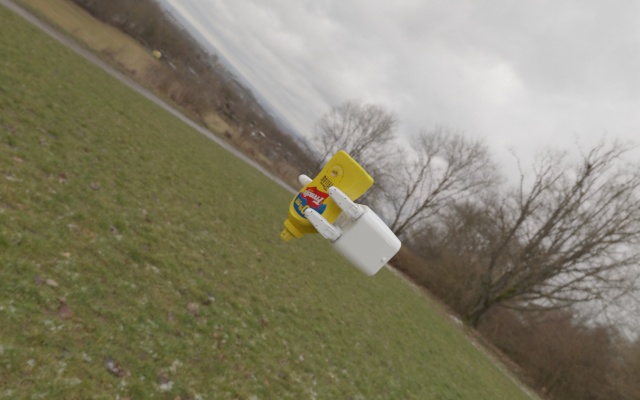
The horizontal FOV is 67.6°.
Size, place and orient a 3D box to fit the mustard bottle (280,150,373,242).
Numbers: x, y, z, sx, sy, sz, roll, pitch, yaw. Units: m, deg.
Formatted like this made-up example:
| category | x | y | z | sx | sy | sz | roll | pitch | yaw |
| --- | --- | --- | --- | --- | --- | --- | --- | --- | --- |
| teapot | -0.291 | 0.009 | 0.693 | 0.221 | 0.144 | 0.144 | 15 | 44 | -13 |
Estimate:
| category | x | y | z | sx | sy | sz | roll | pitch | yaw |
| --- | --- | --- | --- | --- | --- | --- | --- | --- | --- |
| mustard bottle | 0.000 | 0.002 | 0.865 | 0.058 | 0.191 | 0.096 | 40 | 6 | -47 |
